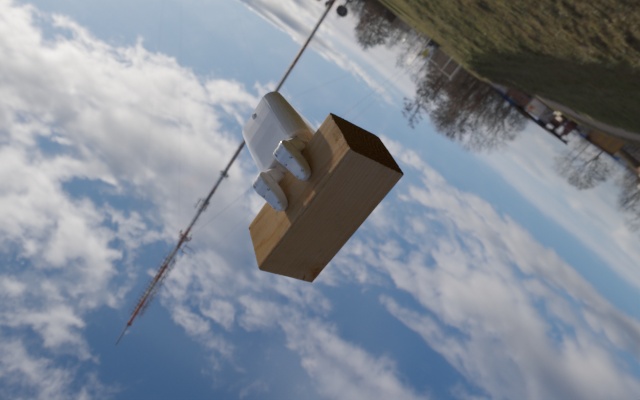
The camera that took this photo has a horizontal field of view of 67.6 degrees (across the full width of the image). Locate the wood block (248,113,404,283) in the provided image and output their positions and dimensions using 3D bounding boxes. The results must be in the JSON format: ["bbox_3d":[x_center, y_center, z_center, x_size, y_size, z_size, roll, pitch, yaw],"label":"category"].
[{"bbox_3d":[0.000,0.002,0.634,0.091,0.206,0.090,20,31,-34],"label":"wood block"}]
